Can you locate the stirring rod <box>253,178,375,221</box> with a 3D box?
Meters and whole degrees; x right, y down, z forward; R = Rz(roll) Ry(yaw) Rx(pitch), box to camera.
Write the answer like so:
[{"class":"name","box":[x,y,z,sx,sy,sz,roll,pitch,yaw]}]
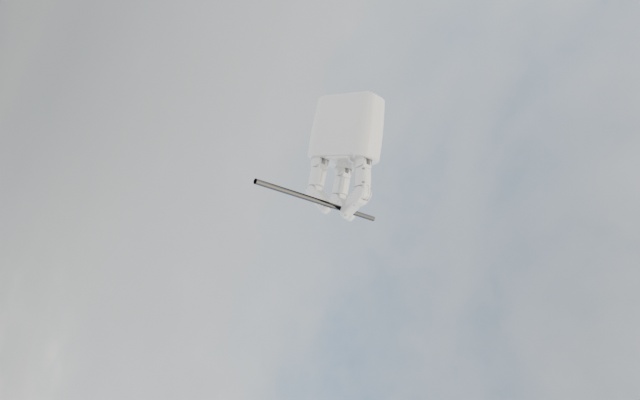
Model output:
[{"class":"stirring rod","box":[0.000,0.002,0.718,0.239,0.011,0.011,18,-12,-40]}]
